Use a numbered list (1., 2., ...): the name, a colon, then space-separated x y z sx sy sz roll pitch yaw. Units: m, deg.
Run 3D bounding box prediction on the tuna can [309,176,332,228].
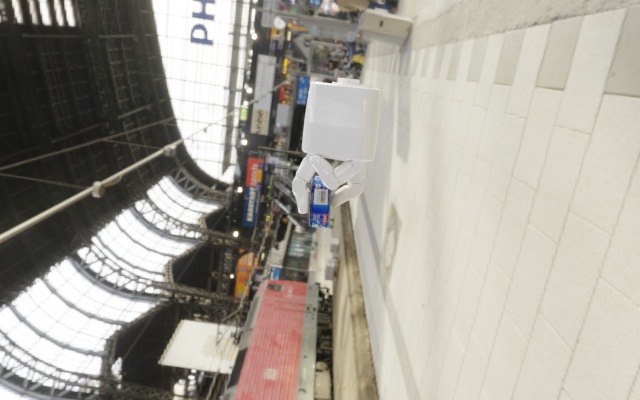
1. tuna can: 0.000 0.003 0.786 0.034 0.086 0.086 3 0 0
